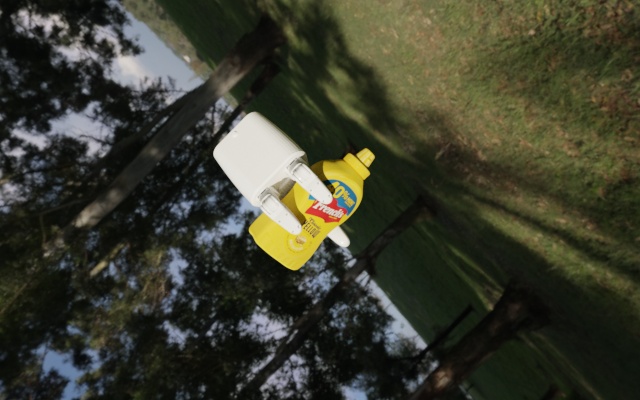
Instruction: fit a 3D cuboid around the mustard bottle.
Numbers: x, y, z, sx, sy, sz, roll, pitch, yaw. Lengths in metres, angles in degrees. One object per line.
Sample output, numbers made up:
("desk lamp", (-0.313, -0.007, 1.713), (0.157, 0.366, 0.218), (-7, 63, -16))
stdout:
("mustard bottle", (0.000, 0.003, 0.650), (0.096, 0.191, 0.058), (43, 2, -39))
